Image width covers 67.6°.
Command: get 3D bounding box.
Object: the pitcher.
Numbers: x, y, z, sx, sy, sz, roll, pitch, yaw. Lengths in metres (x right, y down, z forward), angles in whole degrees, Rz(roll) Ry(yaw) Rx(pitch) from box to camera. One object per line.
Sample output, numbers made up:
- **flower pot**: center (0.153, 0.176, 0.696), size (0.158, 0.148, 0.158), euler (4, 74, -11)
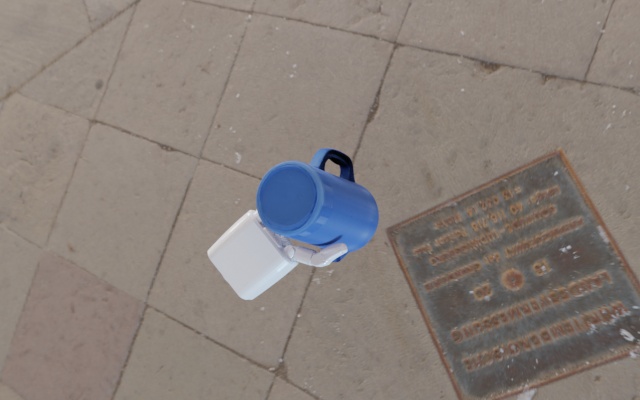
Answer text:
- **pitcher**: center (0.000, 0.003, 0.774), size (0.145, 0.149, 0.243), euler (-39, -21, 12)
